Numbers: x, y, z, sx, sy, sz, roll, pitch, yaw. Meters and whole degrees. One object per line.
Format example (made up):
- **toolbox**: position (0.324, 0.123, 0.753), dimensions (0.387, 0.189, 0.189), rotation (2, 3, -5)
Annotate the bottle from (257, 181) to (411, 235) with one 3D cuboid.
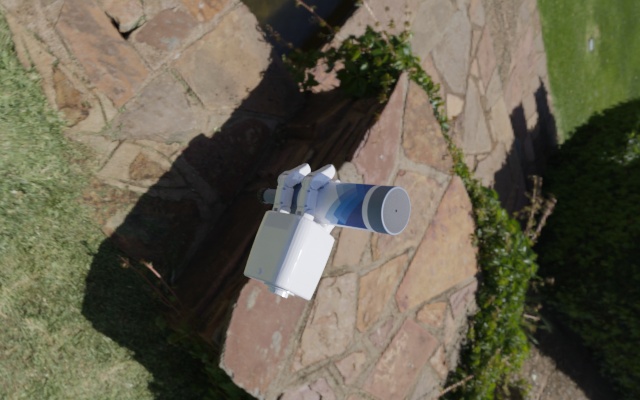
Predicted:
- **bottle**: position (0.000, 0.002, 0.751), dimensions (0.069, 0.069, 0.295), rotation (0, 5, -45)
